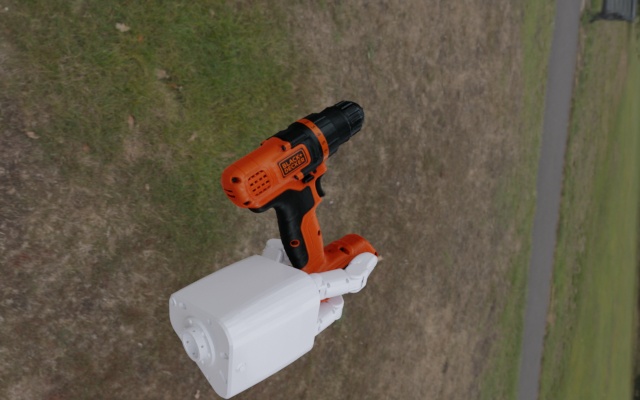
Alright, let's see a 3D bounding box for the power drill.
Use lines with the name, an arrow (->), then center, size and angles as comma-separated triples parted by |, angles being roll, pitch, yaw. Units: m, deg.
power drill -> 0.000, 0.002, 0.531 | 0.184, 0.188, 0.057 | -35, 26, -26
